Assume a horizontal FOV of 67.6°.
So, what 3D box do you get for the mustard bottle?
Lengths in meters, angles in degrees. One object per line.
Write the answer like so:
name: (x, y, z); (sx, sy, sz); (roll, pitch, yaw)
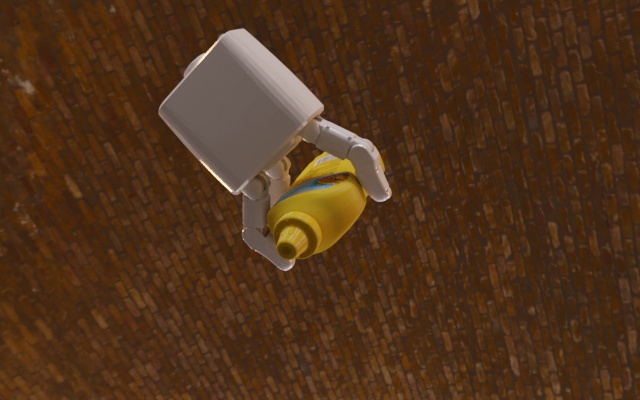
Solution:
mustard bottle: (0.000, 0.002, 0.467); (0.096, 0.058, 0.191); (-17, 17, 24)
